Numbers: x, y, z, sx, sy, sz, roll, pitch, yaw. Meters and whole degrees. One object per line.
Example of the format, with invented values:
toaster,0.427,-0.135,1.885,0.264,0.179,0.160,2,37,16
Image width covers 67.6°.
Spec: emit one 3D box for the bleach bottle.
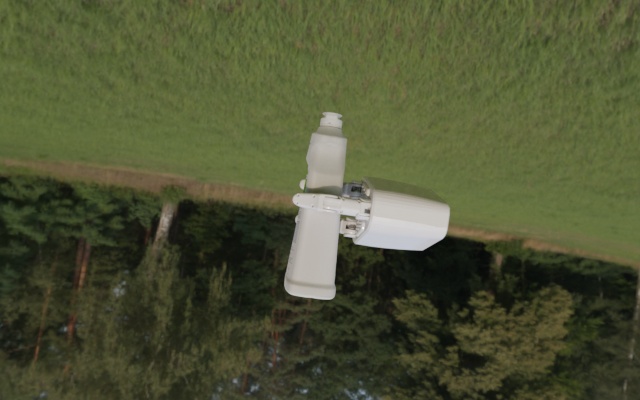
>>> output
bleach bottle,0.000,0.002,0.663,0.068,0.251,0.102,8,-2,-8
